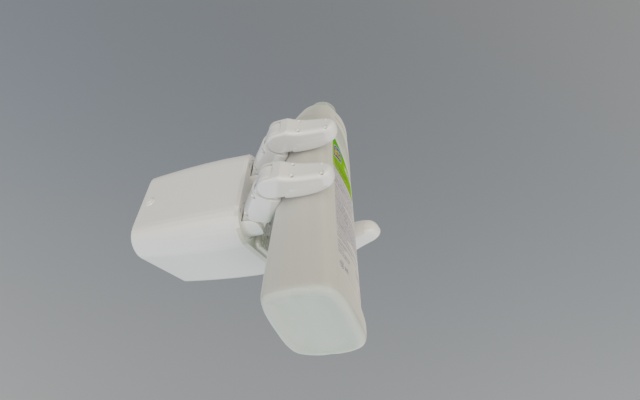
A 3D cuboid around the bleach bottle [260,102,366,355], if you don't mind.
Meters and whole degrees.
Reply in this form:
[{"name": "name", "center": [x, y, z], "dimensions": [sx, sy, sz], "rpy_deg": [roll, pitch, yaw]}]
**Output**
[{"name": "bleach bottle", "center": [0.000, 0.001, 0.436], "dimensions": [0.068, 0.250, 0.103], "rpy_deg": [-10, -45, 13]}]
